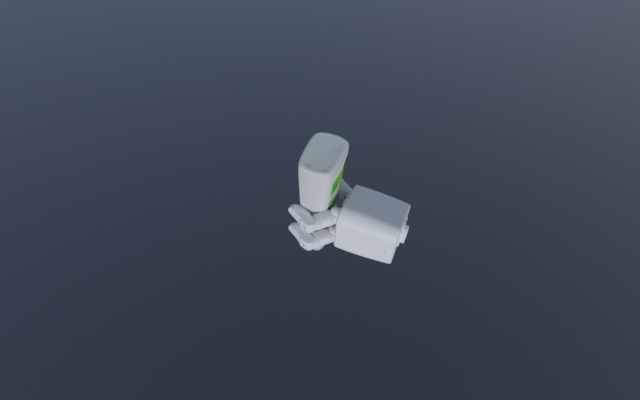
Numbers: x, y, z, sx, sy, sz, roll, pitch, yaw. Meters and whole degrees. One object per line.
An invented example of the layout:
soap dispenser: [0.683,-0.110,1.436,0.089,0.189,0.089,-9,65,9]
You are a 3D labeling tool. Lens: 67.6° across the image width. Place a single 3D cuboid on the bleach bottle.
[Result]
bleach bottle: [0.000,0.003,0.862,0.068,0.102,0.251,18,-37,11]
